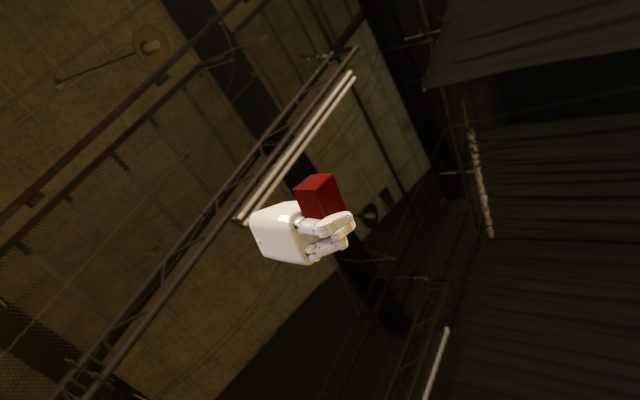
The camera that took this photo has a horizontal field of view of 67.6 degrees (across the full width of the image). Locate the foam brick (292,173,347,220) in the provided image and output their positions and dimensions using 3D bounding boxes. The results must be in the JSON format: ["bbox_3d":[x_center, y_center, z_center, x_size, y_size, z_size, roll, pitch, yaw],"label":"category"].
[{"bbox_3d":[0.000,0.002,0.764,0.051,0.078,0.053,3,33,43],"label":"foam brick"}]
